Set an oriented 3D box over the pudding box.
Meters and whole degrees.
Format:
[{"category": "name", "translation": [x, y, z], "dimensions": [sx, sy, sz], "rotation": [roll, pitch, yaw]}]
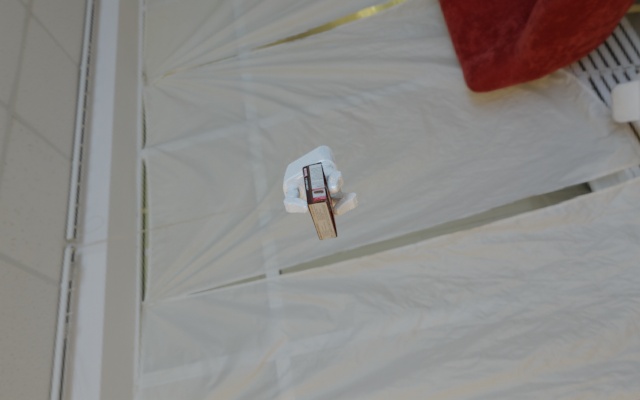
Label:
[{"category": "pudding box", "translation": [0.000, 0.003, 0.845], "dimensions": [0.039, 0.090, 0.114], "rotation": [-14, -38, 5]}]
